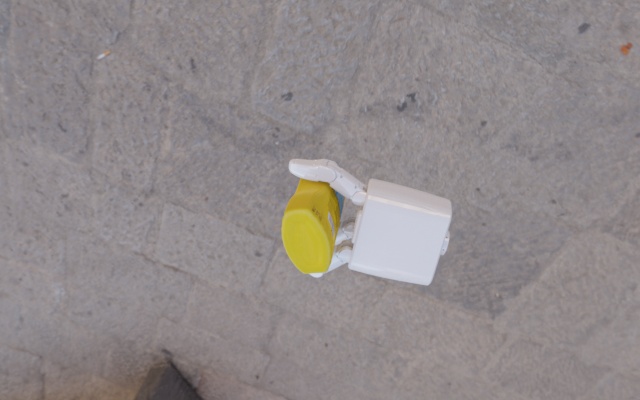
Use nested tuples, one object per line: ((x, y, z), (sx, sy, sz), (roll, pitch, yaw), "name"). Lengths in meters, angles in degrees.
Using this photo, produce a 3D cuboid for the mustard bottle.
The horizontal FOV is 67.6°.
((0.000, 0.002, 0.633), (0.058, 0.096, 0.191), (-7, 30, 16), "mustard bottle")
